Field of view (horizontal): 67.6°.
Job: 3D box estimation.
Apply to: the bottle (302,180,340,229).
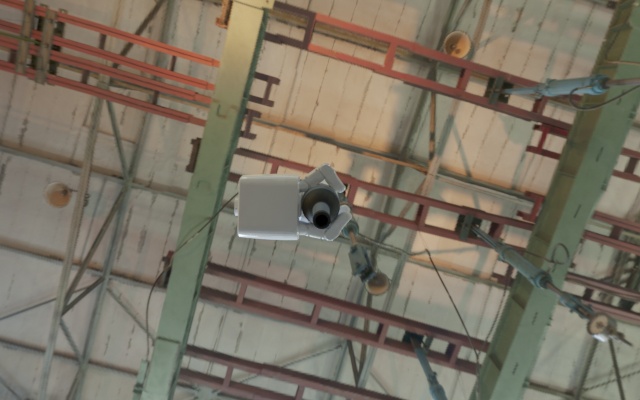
[{"bbox_3d":[0.000,0.003,0.856,0.069,0.069,0.295,0,11,-1],"label":"bottle"}]
